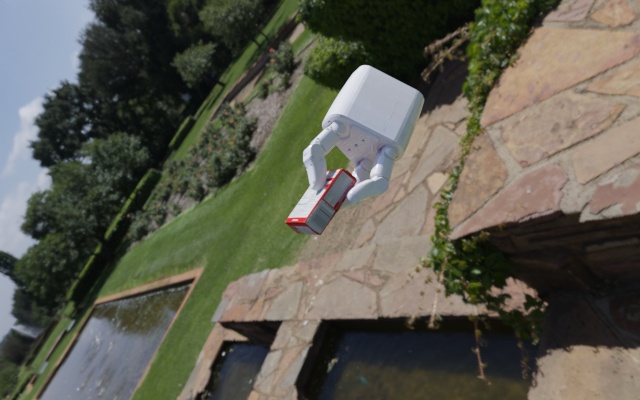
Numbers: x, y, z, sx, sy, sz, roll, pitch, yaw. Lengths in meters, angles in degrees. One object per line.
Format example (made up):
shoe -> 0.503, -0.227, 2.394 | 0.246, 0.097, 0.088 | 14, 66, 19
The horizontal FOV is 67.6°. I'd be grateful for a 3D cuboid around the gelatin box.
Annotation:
gelatin box -> 0.000, 0.002, 0.620 | 0.030, 0.089, 0.073 | 40, -17, -17
